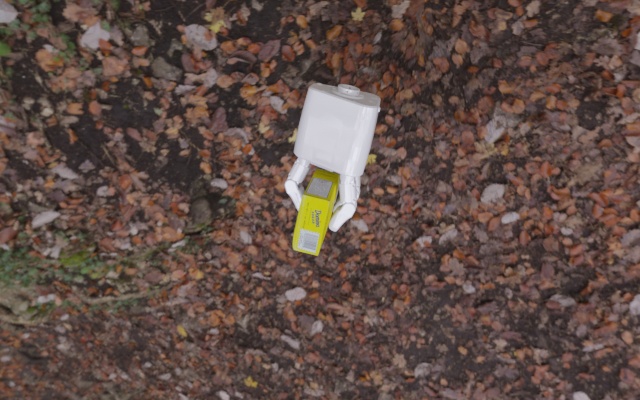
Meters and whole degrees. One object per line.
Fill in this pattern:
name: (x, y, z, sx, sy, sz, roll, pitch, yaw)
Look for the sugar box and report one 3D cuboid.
sugar box: (0.001, 0.003, 0.751, 0.048, 0.093, 0.176, 15, 25, 6)
